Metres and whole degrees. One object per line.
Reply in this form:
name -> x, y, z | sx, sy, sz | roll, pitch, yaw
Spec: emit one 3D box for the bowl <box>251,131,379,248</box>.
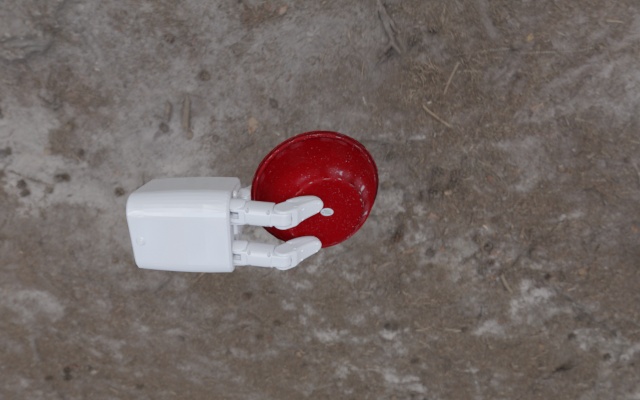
bowl -> 0.001, 0.002, 0.567 | 0.162, 0.162, 0.055 | 0, 30, -15
